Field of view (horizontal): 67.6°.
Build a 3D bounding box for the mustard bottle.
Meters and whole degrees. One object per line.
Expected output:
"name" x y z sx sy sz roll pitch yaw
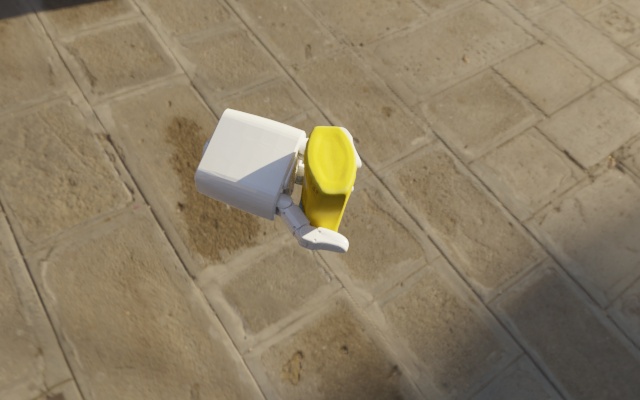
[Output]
"mustard bottle" 0.000 0.002 0.601 0.058 0.096 0.192 -1 -32 -9
